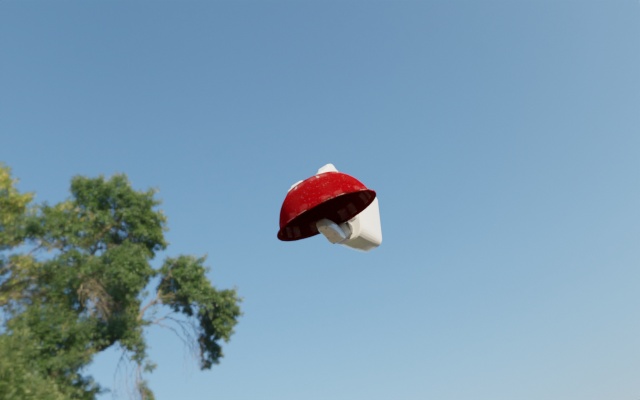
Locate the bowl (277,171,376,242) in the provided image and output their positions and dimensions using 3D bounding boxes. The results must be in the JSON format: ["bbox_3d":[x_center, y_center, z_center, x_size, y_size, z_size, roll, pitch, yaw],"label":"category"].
[{"bbox_3d":[0.000,0.002,0.718,0.162,0.055,0.162,-23,-17,-7],"label":"bowl"}]
